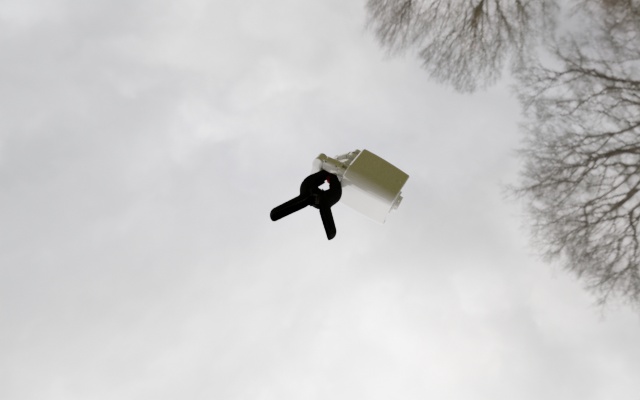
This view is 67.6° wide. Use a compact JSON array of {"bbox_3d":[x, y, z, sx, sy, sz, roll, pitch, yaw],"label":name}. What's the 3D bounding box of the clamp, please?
[{"bbox_3d":[0.000,0.003,0.863,0.120,0.039,0.171,29,49,12],"label":"clamp"}]
